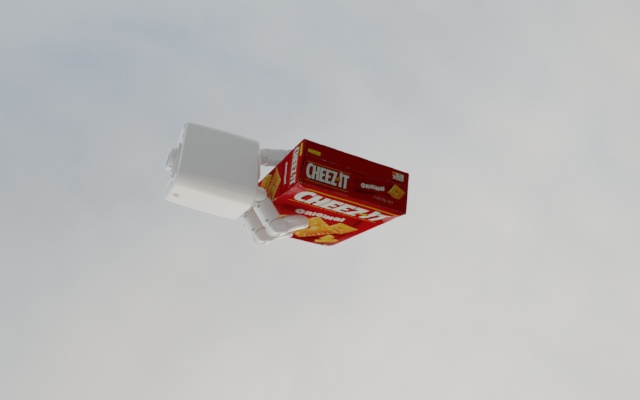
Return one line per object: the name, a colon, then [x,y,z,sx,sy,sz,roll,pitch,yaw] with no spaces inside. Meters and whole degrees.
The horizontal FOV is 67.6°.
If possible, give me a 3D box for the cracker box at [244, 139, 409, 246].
cracker box: [0.000,0.002,0.704,0.164,0.072,0.214,15,-23,-23]
